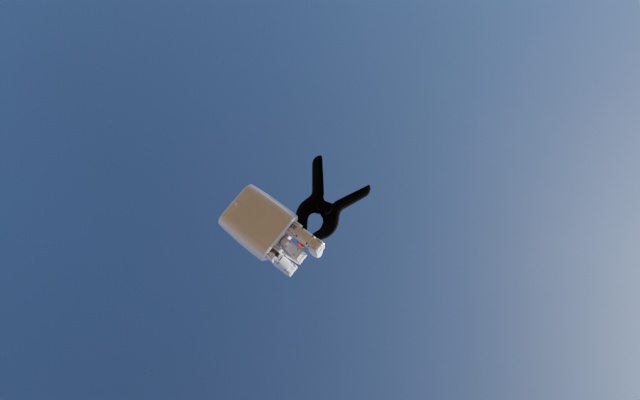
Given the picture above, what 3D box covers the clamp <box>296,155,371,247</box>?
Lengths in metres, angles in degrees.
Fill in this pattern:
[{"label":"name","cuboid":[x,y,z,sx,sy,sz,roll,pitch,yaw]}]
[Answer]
[{"label":"clamp","cuboid":[0.000,0.003,0.872,0.120,0.171,0.039,38,-19,5]}]
